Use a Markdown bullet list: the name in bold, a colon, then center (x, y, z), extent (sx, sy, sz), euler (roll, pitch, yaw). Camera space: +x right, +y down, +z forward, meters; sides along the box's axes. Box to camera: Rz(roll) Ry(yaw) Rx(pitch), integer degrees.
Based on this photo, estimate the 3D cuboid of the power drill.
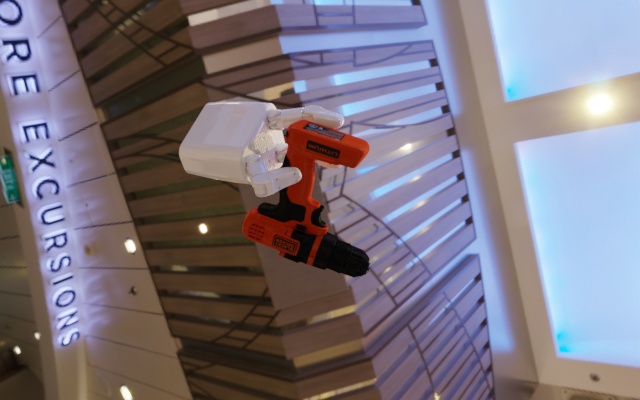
- **power drill**: center (0.000, 0.002, 0.630), extent (0.184, 0.188, 0.057), euler (20, 23, 3)
